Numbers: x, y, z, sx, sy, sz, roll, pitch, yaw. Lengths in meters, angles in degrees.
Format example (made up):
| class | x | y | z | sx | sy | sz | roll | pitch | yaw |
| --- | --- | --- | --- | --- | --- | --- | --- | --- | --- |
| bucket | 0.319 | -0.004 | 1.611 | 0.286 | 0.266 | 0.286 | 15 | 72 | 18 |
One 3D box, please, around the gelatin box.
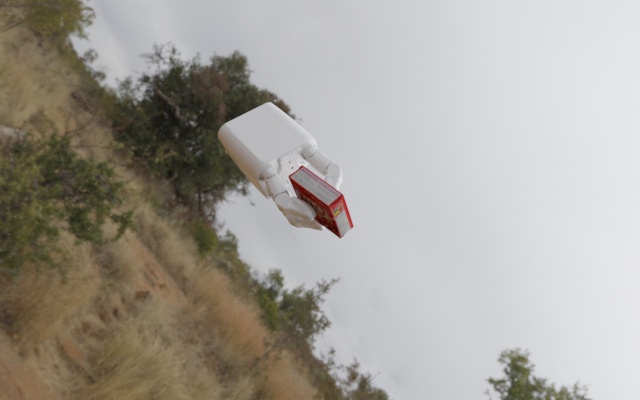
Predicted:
| class | x | y | z | sx | sy | sz | roll | pitch | yaw |
| --- | --- | --- | --- | --- | --- | --- | --- | --- | --- |
| gelatin box | 0.001 | 0.002 | 0.655 | 0.089 | 0.030 | 0.073 | 36 | -21 | 36 |
